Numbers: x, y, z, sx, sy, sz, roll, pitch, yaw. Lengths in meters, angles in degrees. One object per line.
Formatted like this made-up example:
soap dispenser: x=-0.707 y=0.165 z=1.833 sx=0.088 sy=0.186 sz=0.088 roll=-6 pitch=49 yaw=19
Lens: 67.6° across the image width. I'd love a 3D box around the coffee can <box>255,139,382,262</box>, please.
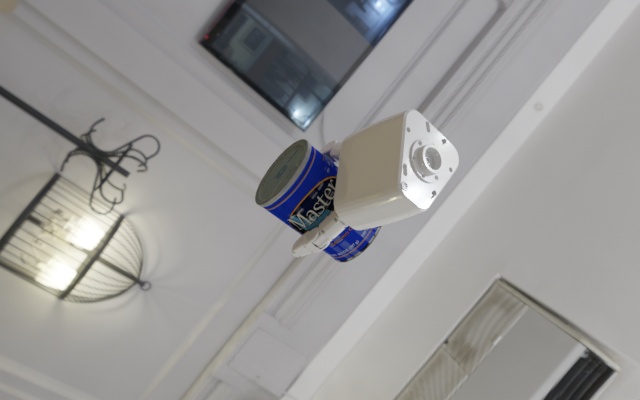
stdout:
coffee can: x=0.000 y=0.002 z=0.630 sx=0.140 sy=0.102 sz=0.103 roll=38 pitch=-17 yaw=-23
